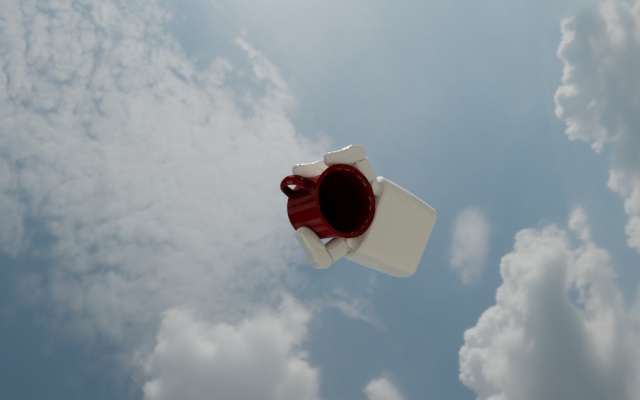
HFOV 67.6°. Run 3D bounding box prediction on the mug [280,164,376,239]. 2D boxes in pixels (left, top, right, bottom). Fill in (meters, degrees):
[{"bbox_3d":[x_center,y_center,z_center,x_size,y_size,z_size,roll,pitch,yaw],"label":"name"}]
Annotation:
[{"bbox_3d":[-0.001,0.002,0.608,0.117,0.093,0.081,27,-24,-27],"label":"mug"}]
